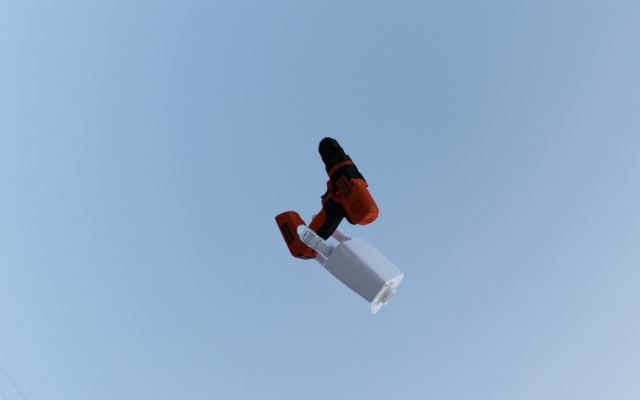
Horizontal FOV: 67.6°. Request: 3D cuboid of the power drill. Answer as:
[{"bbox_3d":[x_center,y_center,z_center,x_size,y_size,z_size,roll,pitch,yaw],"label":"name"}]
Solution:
[{"bbox_3d":[0.000,0.003,0.859,0.057,0.184,0.188,11,-47,-47],"label":"power drill"}]
